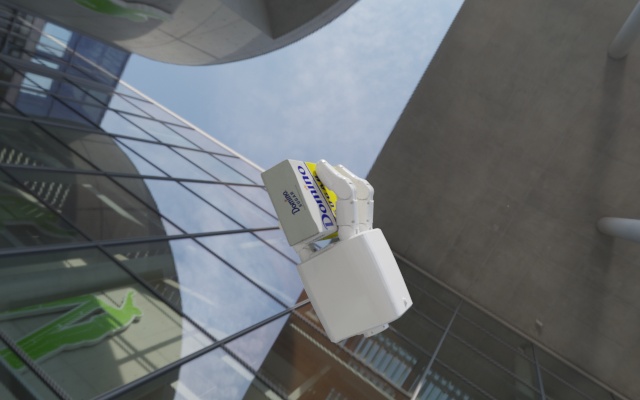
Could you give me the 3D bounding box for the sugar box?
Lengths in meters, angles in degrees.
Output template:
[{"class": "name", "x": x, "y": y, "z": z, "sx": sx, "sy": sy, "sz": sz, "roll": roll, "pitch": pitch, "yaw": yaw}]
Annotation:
[{"class": "sugar box", "x": 0.001, "y": 0.002, "z": 0.602, "sx": 0.048, "sy": 0.093, "sz": 0.176, "roll": -27, "pitch": -10, "yaw": 19}]
